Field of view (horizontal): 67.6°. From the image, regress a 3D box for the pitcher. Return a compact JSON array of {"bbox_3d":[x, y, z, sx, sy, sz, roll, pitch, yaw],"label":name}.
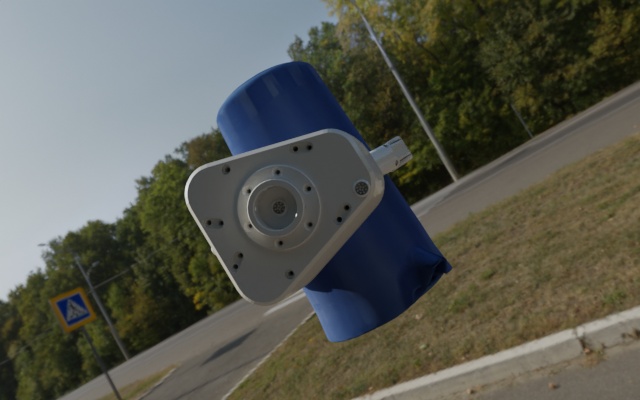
[{"bbox_3d":[0.000,0.001,0.460,0.149,0.243,0.145,-32,-3,9],"label":"pitcher"}]
